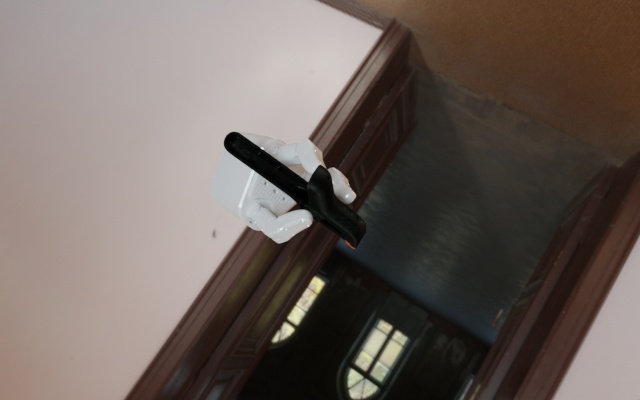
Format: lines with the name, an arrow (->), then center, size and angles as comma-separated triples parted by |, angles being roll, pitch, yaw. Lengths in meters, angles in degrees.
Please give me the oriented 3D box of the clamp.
clamp -> 0.000, 0.003, 0.539 | 0.210, 0.036, 0.164 | 41, -11, -38
